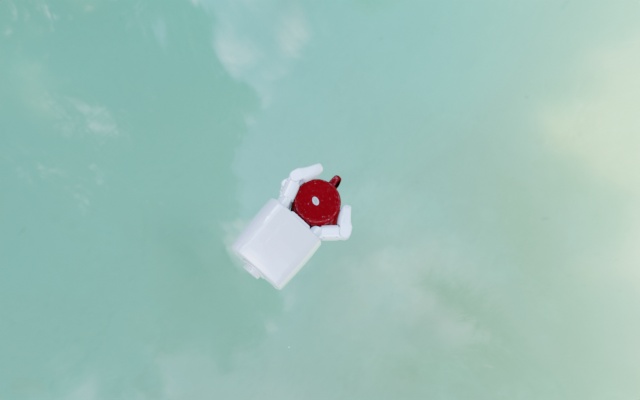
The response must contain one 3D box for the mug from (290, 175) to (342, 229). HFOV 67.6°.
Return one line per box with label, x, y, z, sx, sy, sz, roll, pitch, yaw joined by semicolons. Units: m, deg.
mug;0.001;0.002;0.846;0.093;0.117;0.081;38;-15;8
